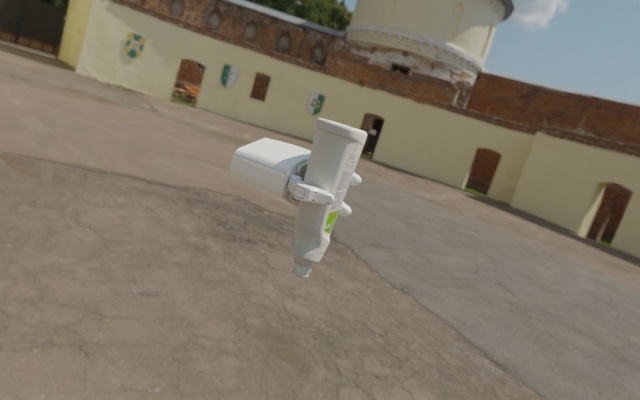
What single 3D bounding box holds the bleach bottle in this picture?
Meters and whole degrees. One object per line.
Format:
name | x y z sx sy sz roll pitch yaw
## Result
bleach bottle | 0.000 0.002 0.753 0.068 0.251 0.102 21 11 20
